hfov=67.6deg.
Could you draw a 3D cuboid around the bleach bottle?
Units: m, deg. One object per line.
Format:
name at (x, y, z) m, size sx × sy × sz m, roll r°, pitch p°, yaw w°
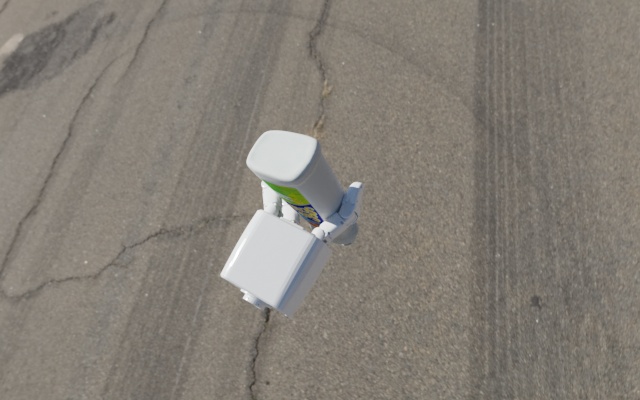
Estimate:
bleach bottle at (0.000, 0.002, 0.682) m, size 0.102 × 0.068 × 0.251 m, roll 18°, pitch -20°, yaw 35°
